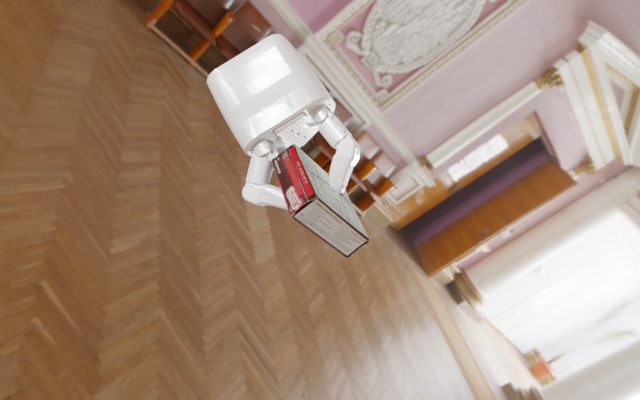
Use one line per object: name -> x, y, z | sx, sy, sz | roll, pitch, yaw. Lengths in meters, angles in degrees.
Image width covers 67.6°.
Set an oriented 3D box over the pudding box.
pudding box -> 0.000, 0.002, 0.529 | 0.039, 0.090, 0.113 | -37, -44, 16
